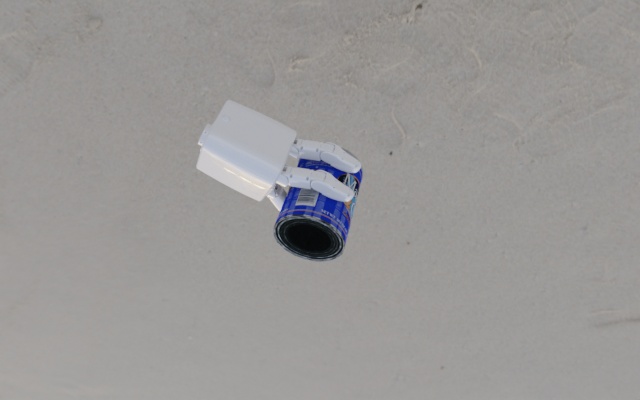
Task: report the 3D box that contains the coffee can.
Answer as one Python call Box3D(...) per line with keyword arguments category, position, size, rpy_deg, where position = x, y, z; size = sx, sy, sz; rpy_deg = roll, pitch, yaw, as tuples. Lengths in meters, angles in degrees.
Box3D(category="coffee can", position=(0.000, 0.002, 0.696), size=(0.103, 0.140, 0.103), rpy_deg=(10, -39, 9))
